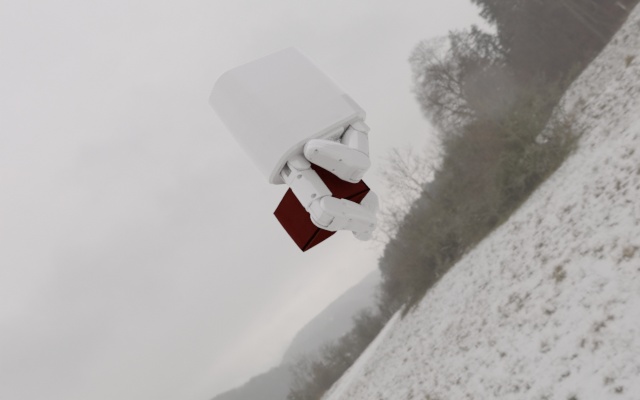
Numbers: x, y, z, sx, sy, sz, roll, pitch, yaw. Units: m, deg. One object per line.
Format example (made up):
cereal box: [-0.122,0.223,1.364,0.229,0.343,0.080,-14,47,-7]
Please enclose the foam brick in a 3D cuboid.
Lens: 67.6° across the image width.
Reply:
foam brick: [0.000,0.002,0.467,0.053,0.051,0.078,-25,-23,-47]
